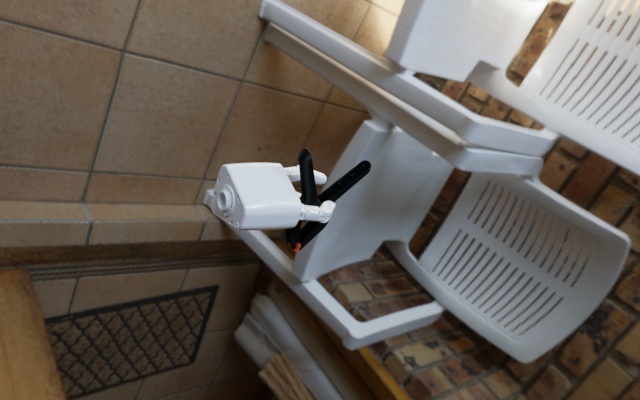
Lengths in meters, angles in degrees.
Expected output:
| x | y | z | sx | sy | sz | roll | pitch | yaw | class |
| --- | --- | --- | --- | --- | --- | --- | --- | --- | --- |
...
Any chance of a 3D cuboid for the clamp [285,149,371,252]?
| x | y | z | sx | sy | sz | roll | pitch | yaw | class |
| --- | --- | --- | --- | --- | --- | --- | --- | --- | --- |
| 0.000 | 0.004 | 0.865 | 0.164 | 0.210 | 0.036 | -1 | 36 | -38 | clamp |
